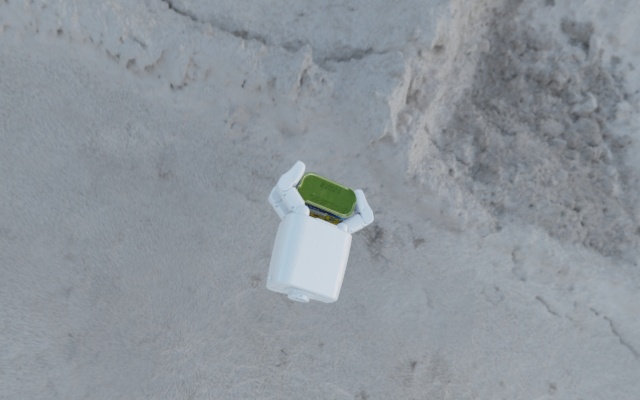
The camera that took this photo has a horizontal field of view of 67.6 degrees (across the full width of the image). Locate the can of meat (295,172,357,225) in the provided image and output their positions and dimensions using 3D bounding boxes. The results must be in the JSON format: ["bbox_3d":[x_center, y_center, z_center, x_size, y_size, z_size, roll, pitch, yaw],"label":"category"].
[{"bbox_3d":[0.000,0.002,0.774,0.102,0.057,0.084,22,-21,-9],"label":"can of meat"}]
